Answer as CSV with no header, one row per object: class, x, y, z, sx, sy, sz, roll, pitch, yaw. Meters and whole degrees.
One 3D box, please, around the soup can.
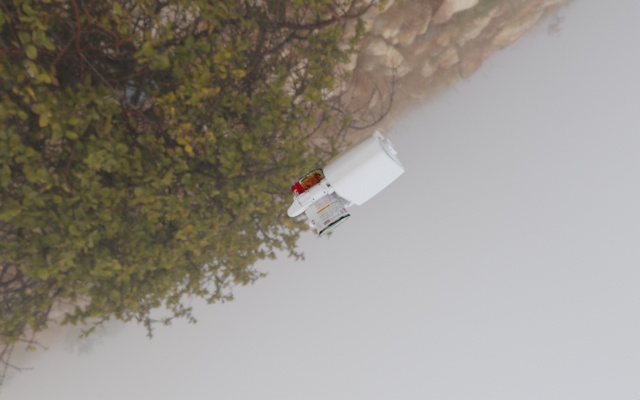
soup can,0.000,0.003,0.854,0.068,0.102,0.068,-31,-10,-6
